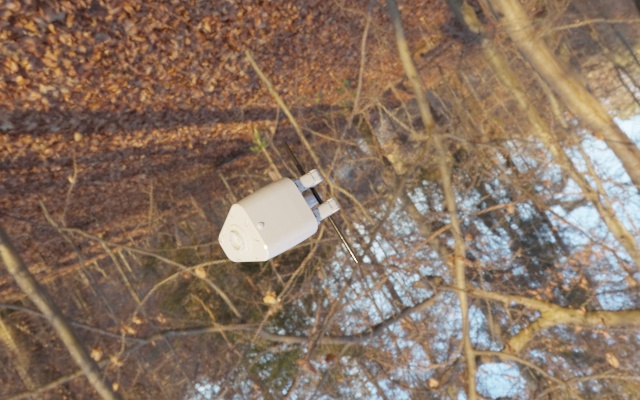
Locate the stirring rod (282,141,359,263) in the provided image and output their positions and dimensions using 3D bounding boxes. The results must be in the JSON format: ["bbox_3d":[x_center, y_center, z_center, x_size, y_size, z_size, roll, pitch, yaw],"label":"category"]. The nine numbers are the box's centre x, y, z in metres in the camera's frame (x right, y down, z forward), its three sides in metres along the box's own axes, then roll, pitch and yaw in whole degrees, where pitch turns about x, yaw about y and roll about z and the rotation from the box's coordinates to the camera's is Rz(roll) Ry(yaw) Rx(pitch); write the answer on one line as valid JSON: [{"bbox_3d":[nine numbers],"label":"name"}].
[{"bbox_3d":[0.000,0.003,0.817,0.011,0.239,0.011,-32,-2,-1],"label":"stirring rod"}]
